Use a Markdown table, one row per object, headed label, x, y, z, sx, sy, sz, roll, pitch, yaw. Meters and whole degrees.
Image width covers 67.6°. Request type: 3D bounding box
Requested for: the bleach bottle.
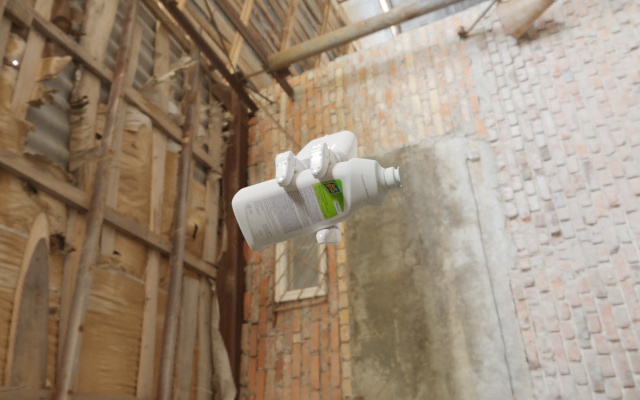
| label | x | y | z | sx | sy | sz | roll | pitch | yaw |
| --- | --- | --- | --- | --- | --- | --- | --- | --- | --- |
| bleach bottle | 0.000 | 0.002 | 0.702 | 0.251 | 0.103 | 0.068 | -13 | 21 | 21 |
